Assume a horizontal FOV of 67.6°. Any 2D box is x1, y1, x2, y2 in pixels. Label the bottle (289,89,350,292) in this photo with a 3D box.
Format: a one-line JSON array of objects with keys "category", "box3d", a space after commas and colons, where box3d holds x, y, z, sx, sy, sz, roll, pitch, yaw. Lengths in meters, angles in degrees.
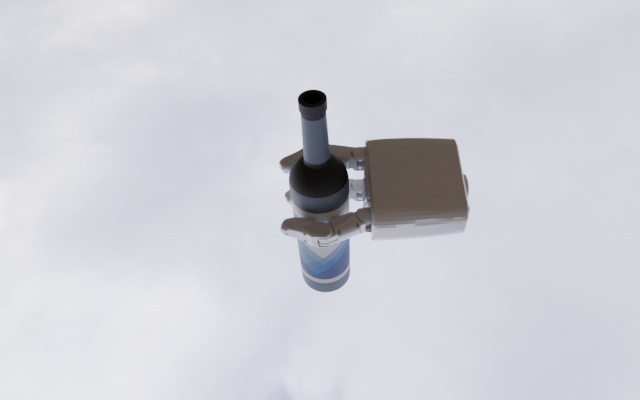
[{"category": "bottle", "box3d": [0.000, 0.002, 0.554, 0.069, 0.069, 0.296, 0, -41, 4]}]
